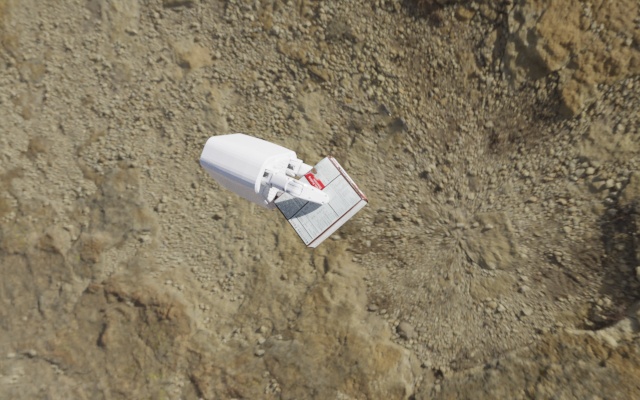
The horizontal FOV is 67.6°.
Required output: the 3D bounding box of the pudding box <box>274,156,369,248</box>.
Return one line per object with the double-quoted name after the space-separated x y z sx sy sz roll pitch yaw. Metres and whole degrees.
0.000 0.002 0.709 0.113 0.090 0.039 -41 -16 11 "pudding box"
